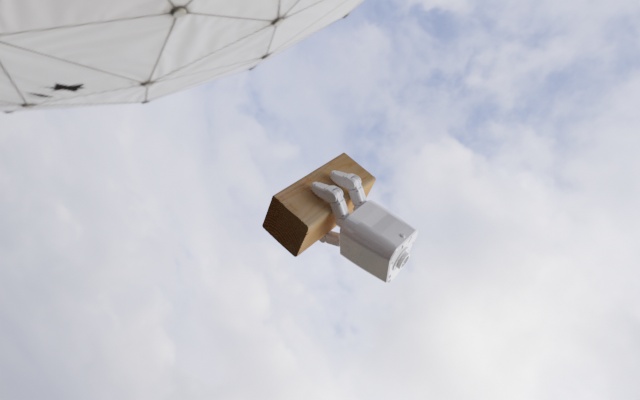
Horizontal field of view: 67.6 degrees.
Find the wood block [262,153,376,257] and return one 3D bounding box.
[{"bbox_3d":[0.000,0.003,0.896,0.090,0.091,0.206,41,46,17],"label":"wood block"}]
